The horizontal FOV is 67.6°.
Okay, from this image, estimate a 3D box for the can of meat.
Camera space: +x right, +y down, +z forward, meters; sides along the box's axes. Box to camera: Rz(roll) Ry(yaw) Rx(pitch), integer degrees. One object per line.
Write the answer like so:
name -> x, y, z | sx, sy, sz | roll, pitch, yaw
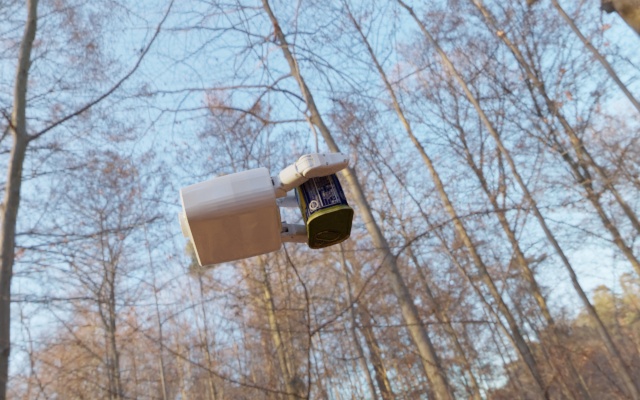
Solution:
can of meat -> 0.000, 0.002, 0.606 | 0.057, 0.084, 0.102 | -15, -27, -8
